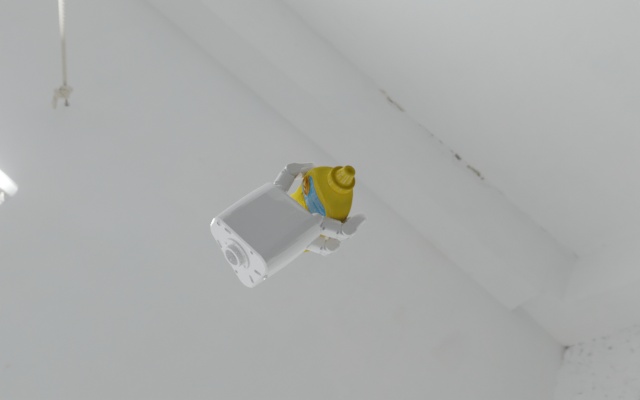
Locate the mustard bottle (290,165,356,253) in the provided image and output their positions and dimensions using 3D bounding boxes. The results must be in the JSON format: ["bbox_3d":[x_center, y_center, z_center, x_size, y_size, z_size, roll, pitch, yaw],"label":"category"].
[{"bbox_3d":[0.000,0.002,0.738,0.058,0.096,0.192,-8,-24,-31],"label":"mustard bottle"}]
